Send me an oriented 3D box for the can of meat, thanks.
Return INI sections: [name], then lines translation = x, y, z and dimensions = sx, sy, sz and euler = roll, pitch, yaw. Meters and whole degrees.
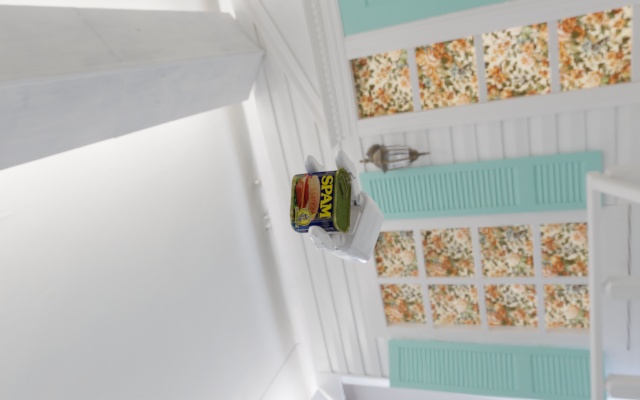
[can of meat]
translation = 0.000, 0.003, 0.769
dimensions = 0.084, 0.102, 0.057
euler = -4, -17, 25
